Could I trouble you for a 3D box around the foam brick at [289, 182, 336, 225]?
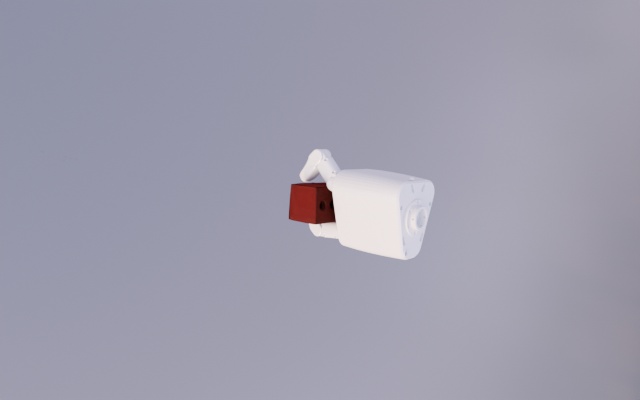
[{"bbox_3d":[0.000,0.002,0.688,0.051,0.053,0.078,10,11,42],"label":"foam brick"}]
